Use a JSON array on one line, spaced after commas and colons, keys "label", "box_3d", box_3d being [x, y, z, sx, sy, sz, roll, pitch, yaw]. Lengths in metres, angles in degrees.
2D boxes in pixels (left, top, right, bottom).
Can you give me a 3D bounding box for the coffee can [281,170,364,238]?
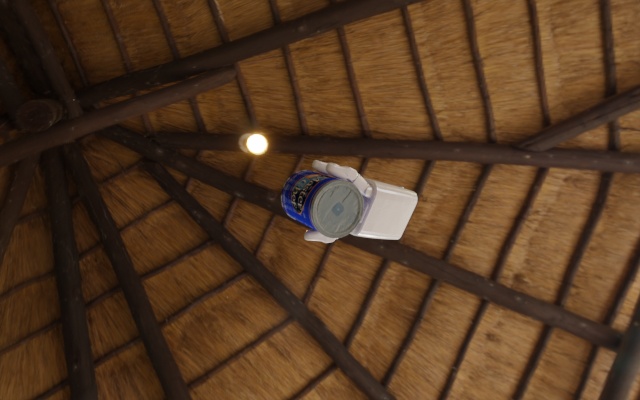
[{"label": "coffee can", "box_3d": [0.000, 0.003, 0.880, 0.103, 0.103, 0.140, 0, 11, -27]}]
